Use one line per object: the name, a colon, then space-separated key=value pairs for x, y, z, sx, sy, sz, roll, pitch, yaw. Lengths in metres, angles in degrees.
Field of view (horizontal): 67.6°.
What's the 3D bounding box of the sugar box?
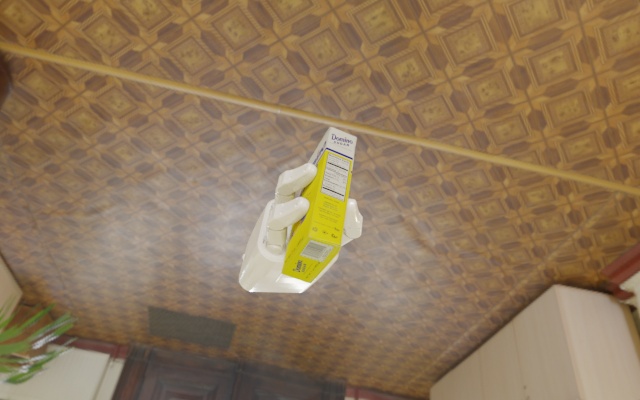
sugar box: x=0.000 y=0.002 z=0.588 sx=0.048 sy=0.176 sz=0.093 roll=19 pitch=-41 yaw=-14
